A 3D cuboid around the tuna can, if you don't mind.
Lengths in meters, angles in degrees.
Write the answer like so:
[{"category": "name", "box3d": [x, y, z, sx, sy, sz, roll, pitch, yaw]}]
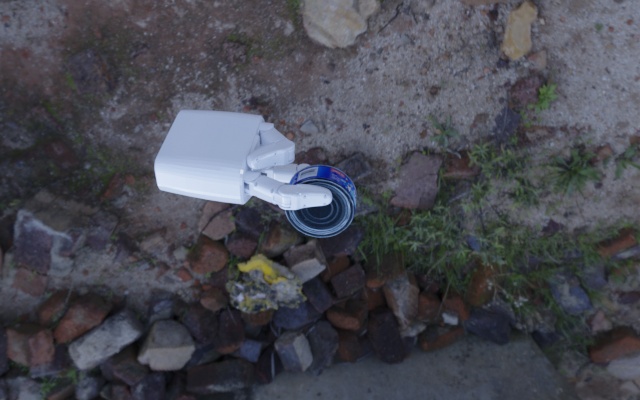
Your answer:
[{"category": "tuna can", "box3d": [0.000, 0.002, 0.573, 0.086, 0.086, 0.033, 0, 33, 7]}]
